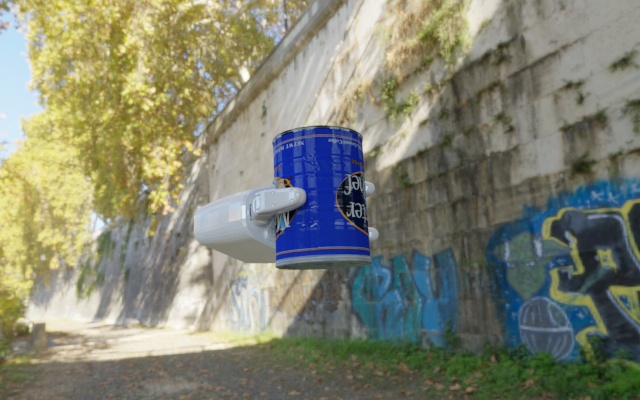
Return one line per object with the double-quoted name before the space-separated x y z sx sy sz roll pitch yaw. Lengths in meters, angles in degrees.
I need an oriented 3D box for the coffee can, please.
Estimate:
"coffee can" 0.000 0.002 0.522 0.103 0.140 0.103 -3 -12 -1
